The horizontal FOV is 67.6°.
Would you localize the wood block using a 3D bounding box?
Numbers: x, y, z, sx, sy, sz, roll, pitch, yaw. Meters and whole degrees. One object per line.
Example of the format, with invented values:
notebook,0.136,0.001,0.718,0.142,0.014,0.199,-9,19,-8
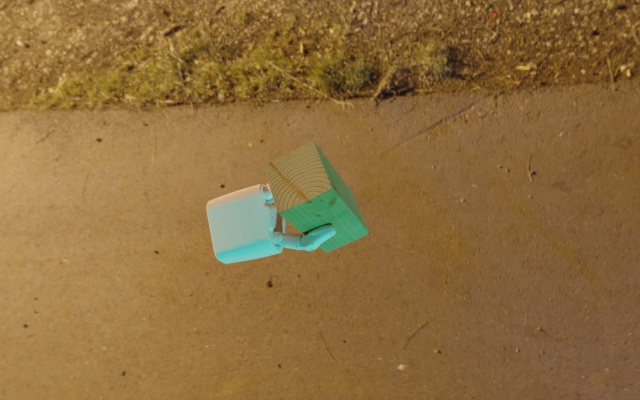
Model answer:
wood block,0.000,0.003,0.785,0.090,0.090,0.206,-25,-28,10
